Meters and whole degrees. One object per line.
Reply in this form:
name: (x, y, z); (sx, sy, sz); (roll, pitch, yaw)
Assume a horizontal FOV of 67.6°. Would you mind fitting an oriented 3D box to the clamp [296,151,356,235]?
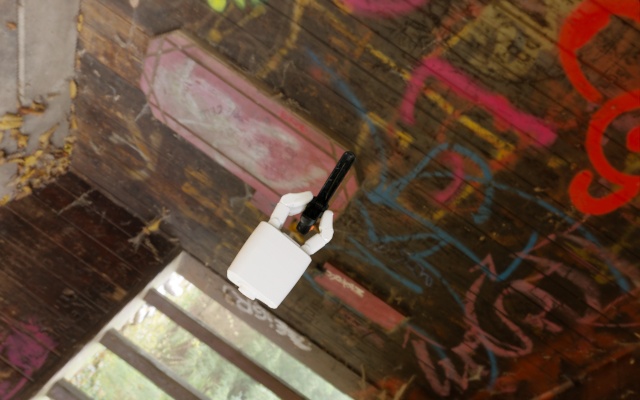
clamp: (0.001, 0.004, 0.894); (0.036, 0.164, 0.210); (34, -21, 2)
